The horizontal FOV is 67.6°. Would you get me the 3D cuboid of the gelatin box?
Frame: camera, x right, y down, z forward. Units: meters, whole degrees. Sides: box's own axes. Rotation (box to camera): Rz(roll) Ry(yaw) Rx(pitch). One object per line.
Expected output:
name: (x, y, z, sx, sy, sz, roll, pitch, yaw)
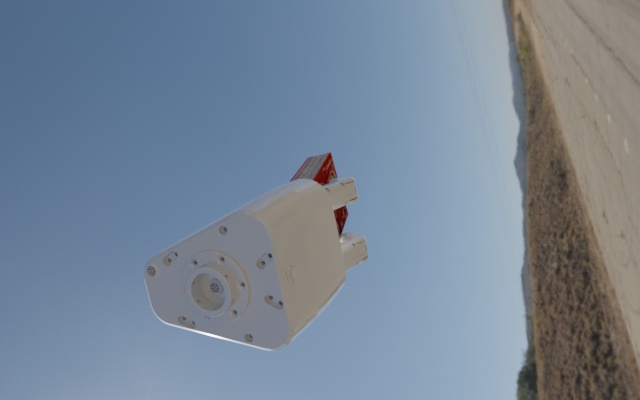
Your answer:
gelatin box: (0.000, 0.002, 0.472, 0.030, 0.073, 0.089, -11, 20, 17)
